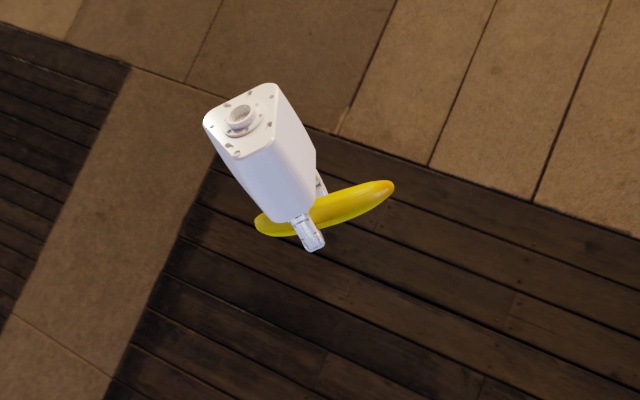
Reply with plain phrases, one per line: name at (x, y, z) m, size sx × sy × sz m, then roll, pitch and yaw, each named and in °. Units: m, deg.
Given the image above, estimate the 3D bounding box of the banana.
banana at (-0.007, 0.011, 0.596) m, size 0.198 × 0.037 × 0.069 m, roll -13°, pitch 24°, yaw 20°
